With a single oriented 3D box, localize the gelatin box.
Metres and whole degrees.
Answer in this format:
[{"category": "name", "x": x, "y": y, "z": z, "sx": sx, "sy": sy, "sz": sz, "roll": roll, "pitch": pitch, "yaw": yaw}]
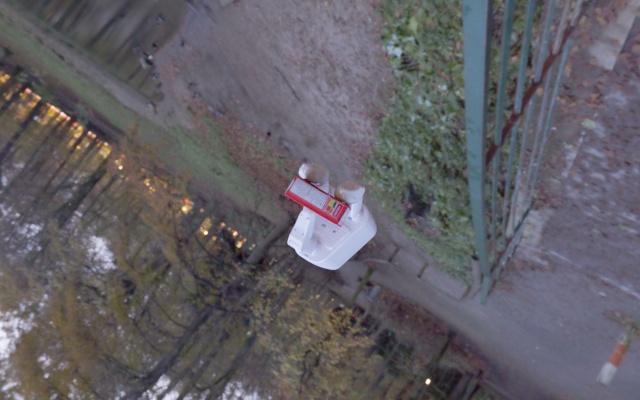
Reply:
[{"category": "gelatin box", "x": 0.000, "y": 0.002, "z": 0.598, "sx": 0.073, "sy": 0.030, "sz": 0.089, "roll": 31, "pitch": 0, "yaw": 8}]
